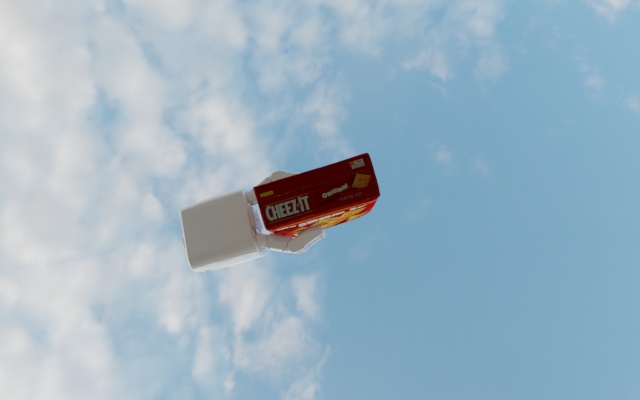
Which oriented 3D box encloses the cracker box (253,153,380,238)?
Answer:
[{"bbox_3d":[0.000,0.002,0.737,0.164,0.072,0.214,-17,-7,0],"label":"cracker box"}]
